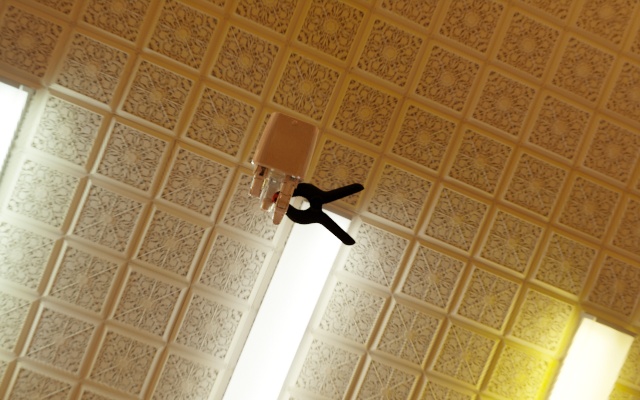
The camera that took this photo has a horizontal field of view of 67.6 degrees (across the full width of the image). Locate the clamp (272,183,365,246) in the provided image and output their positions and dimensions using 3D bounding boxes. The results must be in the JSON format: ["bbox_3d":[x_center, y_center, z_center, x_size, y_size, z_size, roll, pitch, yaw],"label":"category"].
[{"bbox_3d":[0.000,0.003,0.883,0.171,0.120,0.039,21,-24,-5],"label":"clamp"}]
